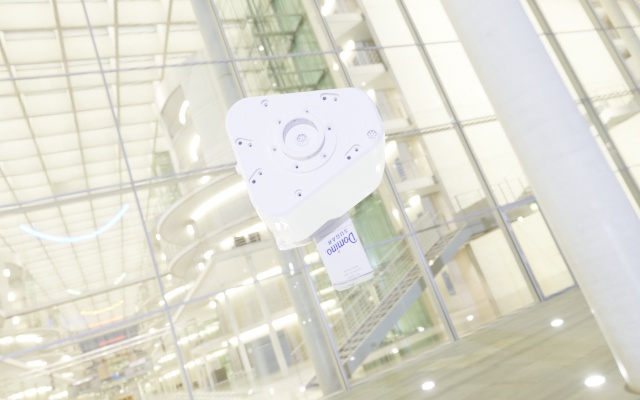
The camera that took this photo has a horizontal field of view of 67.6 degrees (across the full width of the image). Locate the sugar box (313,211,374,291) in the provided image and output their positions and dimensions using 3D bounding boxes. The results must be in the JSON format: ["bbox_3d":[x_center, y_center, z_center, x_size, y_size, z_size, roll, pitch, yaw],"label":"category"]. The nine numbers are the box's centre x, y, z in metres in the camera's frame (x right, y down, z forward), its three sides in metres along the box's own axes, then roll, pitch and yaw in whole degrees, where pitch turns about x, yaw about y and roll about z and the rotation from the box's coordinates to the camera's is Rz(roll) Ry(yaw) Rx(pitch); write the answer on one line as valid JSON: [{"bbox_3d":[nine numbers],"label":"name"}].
[{"bbox_3d":[0.000,0.002,0.481,0.048,0.176,0.093,-21,-14,1],"label":"sugar box"}]
